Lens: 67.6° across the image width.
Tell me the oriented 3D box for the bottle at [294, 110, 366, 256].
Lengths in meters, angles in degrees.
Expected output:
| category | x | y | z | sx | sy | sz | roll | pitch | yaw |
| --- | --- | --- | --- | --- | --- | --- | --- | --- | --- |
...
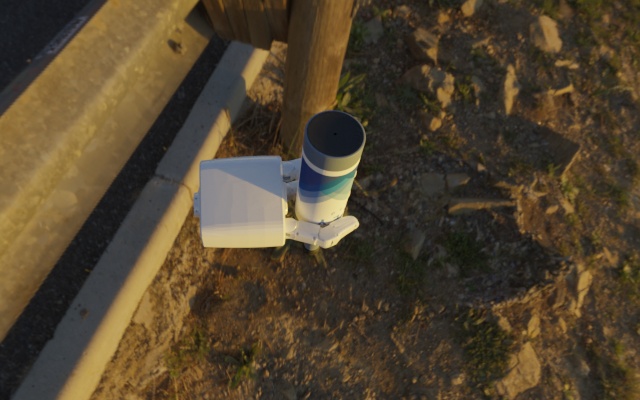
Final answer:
| category | x | y | z | sx | sy | sz | roll | pitch | yaw |
| --- | --- | --- | --- | --- | --- | --- | --- | --- | --- |
| bottle | 0.000 | 0.002 | 0.638 | 0.069 | 0.069 | 0.296 | 0 | -30 | -7 |
